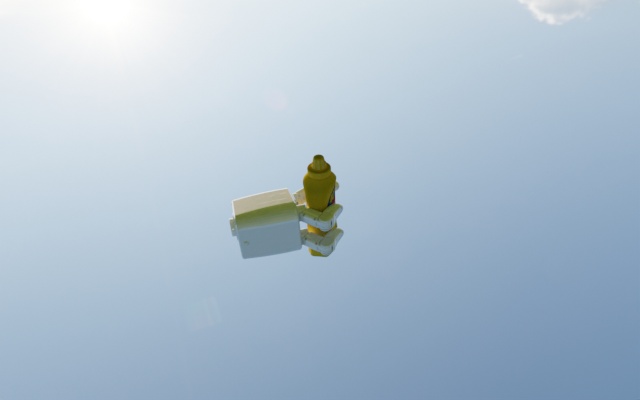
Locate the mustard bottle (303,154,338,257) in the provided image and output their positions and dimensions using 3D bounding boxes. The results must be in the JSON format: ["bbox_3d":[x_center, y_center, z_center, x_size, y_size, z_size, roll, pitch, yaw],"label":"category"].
[{"bbox_3d":[0.000,0.003,0.851,0.058,0.192,0.096,4,39,10],"label":"mustard bottle"}]
